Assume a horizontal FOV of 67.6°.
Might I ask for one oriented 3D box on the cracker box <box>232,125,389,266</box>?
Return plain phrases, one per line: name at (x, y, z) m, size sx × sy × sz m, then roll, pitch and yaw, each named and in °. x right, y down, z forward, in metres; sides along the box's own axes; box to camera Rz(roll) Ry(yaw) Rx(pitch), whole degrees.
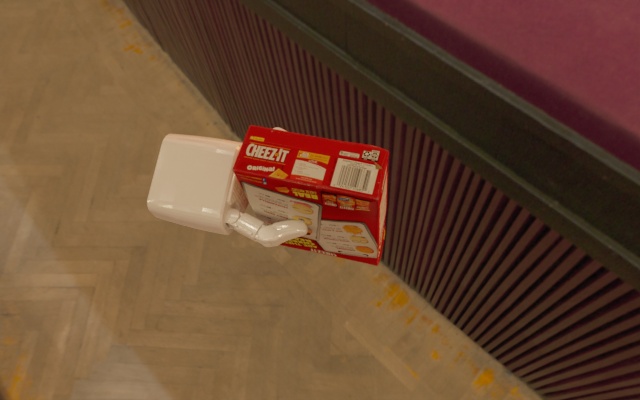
cracker box at (0.000, 0.002, 0.603) m, size 0.164 × 0.072 × 0.214 m, roll 11°, pitch -24°, yaw 12°
